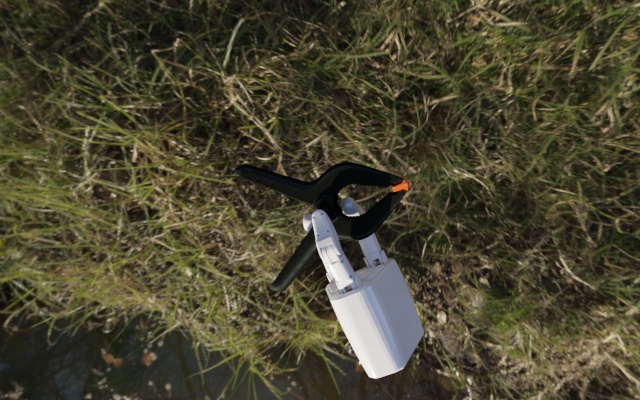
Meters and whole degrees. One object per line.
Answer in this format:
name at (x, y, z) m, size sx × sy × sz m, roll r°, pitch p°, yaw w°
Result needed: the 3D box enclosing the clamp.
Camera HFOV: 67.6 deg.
clamp at (0.000, 0.002, 0.576) m, size 0.210 × 0.164 × 0.036 m, roll -24°, pitch 1°, yaw 14°
